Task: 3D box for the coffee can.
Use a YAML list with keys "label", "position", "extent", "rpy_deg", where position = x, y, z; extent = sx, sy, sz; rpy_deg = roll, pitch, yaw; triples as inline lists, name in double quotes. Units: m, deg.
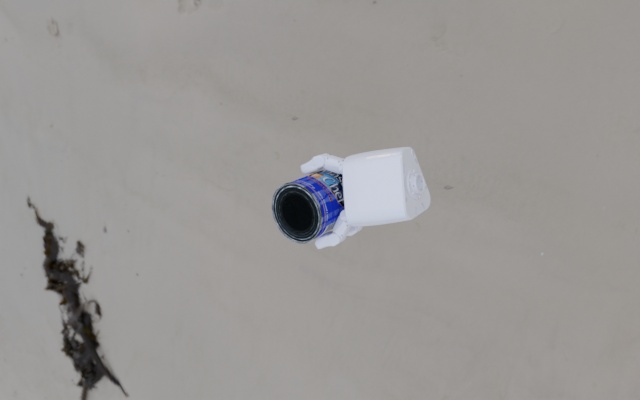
- label: "coffee can"
  position: [0.000, 0.003, 0.819]
  extent: [0.103, 0.103, 0.140]
  rpy_deg: [0, 15, 37]
